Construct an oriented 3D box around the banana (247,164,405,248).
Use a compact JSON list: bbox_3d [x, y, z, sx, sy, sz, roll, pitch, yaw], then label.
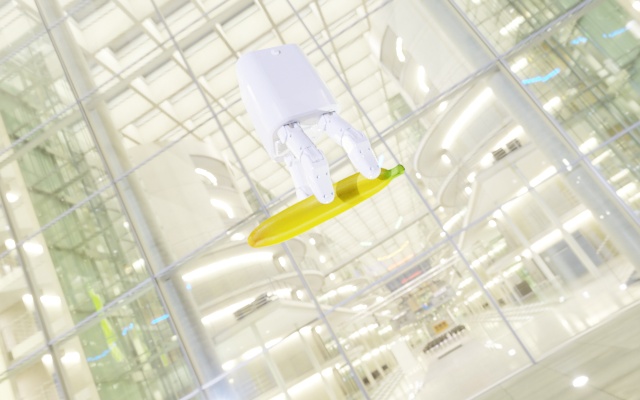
[{"bbox_3d":[0.004,0.004,0.571,0.198,0.037,0.070,-28,-11,-3],"label":"banana"}]
